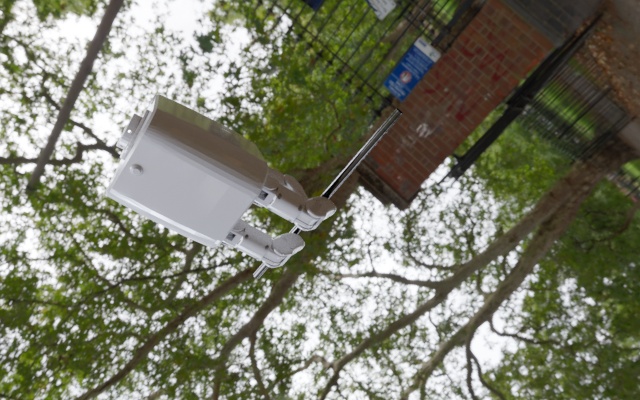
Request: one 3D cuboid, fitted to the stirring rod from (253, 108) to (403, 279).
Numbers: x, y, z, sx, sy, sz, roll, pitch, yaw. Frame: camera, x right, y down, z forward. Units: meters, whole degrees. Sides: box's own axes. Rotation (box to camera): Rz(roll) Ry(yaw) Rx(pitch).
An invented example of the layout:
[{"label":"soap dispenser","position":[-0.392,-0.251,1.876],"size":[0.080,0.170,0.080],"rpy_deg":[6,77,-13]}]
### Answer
[{"label":"stirring rod","position":[0.000,0.001,0.483],"size":[0.240,0.011,0.011],"rpy_deg":[-49,-26,25]}]
